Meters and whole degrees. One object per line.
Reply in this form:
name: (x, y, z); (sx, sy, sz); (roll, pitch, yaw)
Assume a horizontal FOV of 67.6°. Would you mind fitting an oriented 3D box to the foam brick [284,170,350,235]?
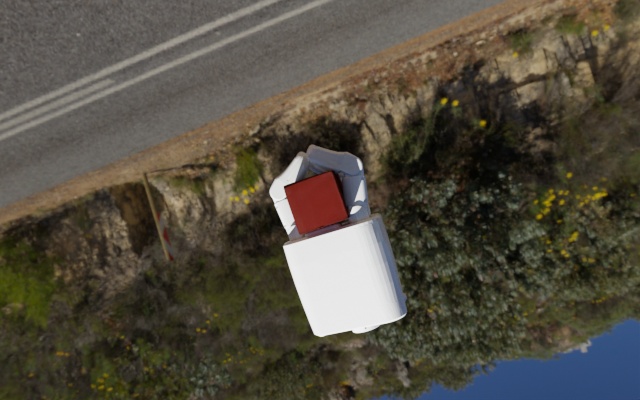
foam brick: (0.000, 0.002, 0.499); (0.053, 0.051, 0.078); (-18, -2, 7)
